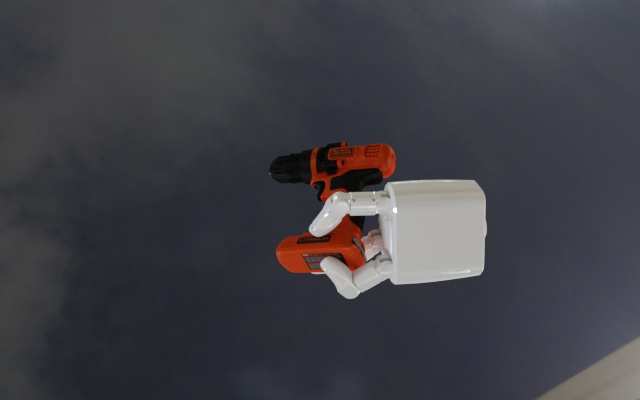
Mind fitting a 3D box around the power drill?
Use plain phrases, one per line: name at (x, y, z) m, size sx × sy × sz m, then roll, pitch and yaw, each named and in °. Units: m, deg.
power drill at (0.000, 0.002, 0.629) m, size 0.184 × 0.187 × 0.057 m, roll -5°, pitch -39°, yaw 22°
